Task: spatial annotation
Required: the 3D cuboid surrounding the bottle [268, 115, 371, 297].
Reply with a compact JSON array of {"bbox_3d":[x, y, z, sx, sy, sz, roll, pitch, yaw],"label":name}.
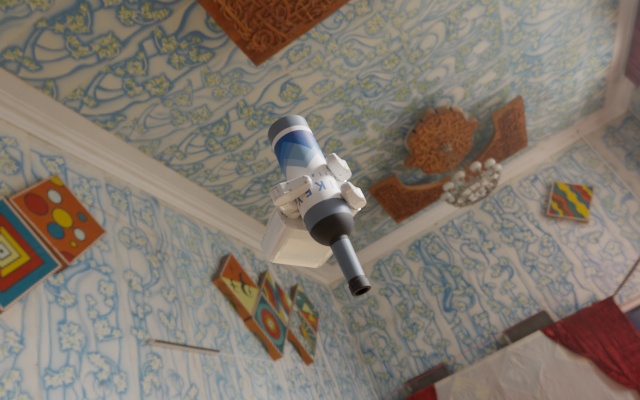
[{"bbox_3d":[0.000,0.002,0.688,0.069,0.295,0.069,-18,-31,-11],"label":"bottle"}]
